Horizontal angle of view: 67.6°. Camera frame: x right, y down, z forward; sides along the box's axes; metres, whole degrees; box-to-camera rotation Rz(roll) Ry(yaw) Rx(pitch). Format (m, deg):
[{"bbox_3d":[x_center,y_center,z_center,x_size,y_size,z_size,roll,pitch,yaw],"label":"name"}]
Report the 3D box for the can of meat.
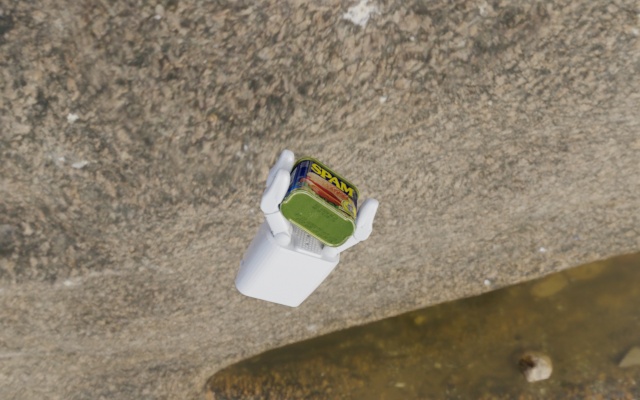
[{"bbox_3d":[0.000,0.002,0.617,0.102,0.057,0.084,33,30,-14],"label":"can of meat"}]
